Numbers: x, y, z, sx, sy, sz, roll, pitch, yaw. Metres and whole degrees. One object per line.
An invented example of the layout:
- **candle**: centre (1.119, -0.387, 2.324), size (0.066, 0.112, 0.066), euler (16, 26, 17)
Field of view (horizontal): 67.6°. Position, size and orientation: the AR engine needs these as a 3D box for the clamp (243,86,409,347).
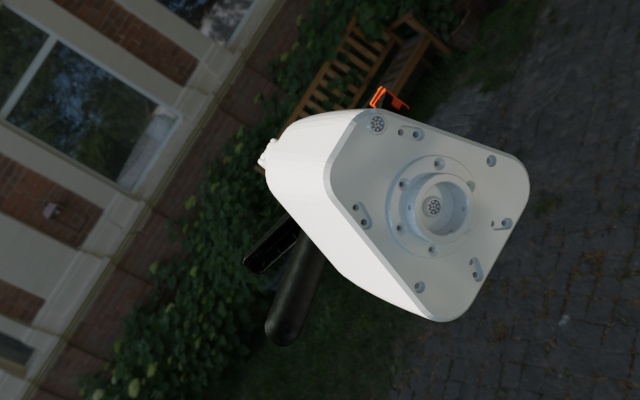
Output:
- **clamp**: centre (0.000, 0.000, 0.402), size (0.036, 0.210, 0.164), euler (33, -6, -19)
